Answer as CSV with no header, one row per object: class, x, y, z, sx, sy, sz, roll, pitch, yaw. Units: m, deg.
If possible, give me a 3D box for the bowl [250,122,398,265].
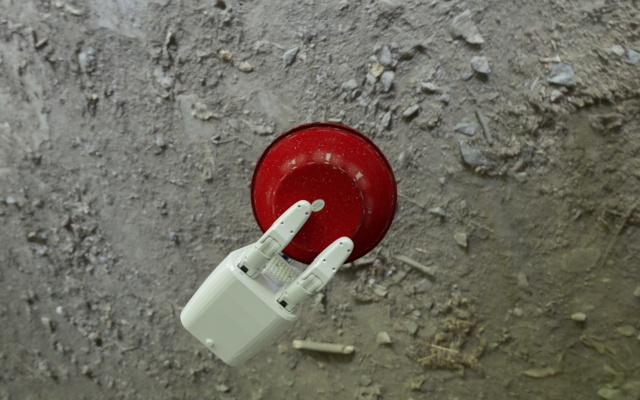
bowl,0.001,0.001,0.495,0.162,0.162,0.055,0,13,6
